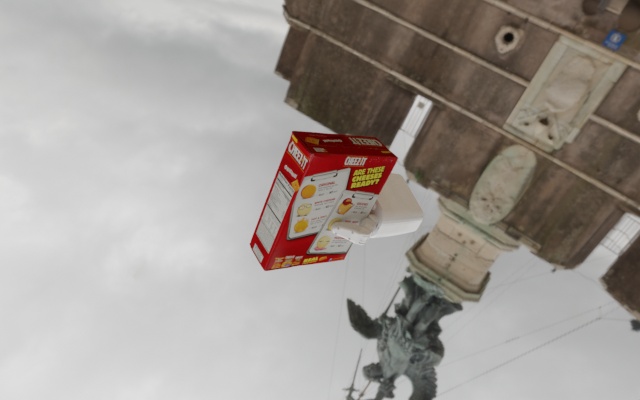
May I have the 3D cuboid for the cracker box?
[{"bbox_3d":[0.000,0.003,0.737,0.164,0.214,0.072,-2,38,-38],"label":"cracker box"}]
